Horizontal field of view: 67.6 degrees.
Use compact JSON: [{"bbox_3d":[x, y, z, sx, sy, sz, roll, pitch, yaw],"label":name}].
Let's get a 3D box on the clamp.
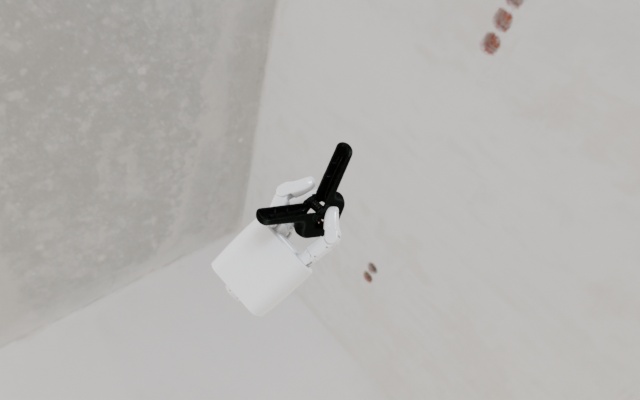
[{"bbox_3d":[0.001,0.003,0.736,0.164,0.036,0.210,-42,-24,-1],"label":"clamp"}]
